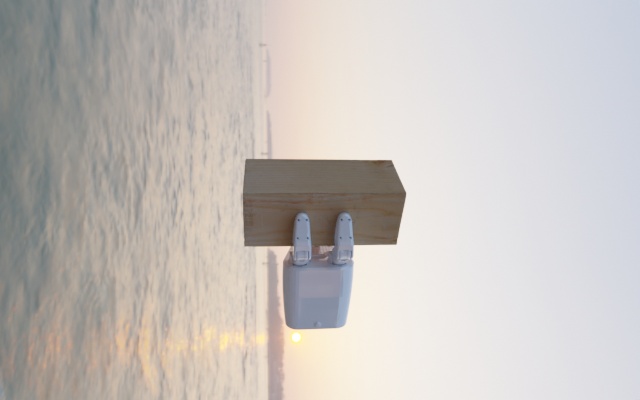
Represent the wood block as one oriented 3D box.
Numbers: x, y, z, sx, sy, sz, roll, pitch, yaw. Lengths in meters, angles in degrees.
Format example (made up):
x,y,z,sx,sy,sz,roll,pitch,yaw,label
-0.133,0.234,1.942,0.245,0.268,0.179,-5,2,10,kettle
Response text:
x,y,z,sx,sy,sz,roll,pitch,yaw,label
0.000,0.002,0.653,0.206,0.090,0.090,0,34,-7,wood block
